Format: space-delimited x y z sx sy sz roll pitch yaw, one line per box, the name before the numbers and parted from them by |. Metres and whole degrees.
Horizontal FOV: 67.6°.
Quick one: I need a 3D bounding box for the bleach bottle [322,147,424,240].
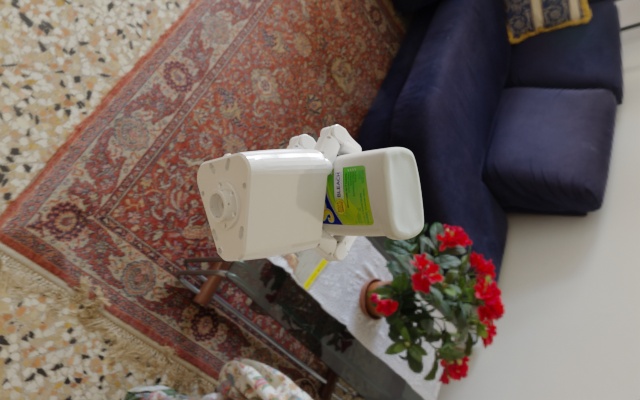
bleach bottle | 0.000 0.002 0.589 0.251 0.102 0.068 -8 -1 43
